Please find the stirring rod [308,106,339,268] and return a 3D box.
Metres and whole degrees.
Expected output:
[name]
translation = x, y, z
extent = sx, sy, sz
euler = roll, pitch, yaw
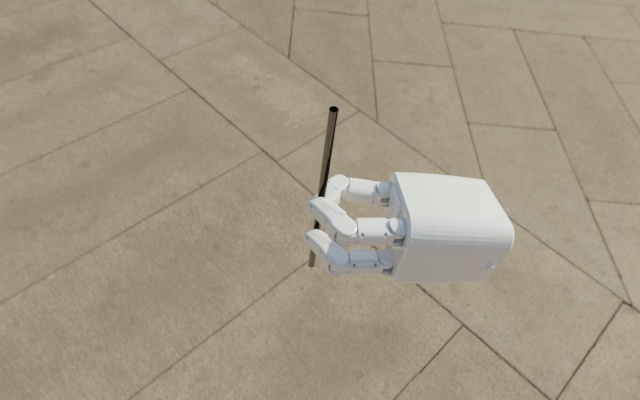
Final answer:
[stirring rod]
translation = 0.000, 0.002, 0.481
extent = 0.011, 0.011, 0.240
euler = 0, -39, -7
